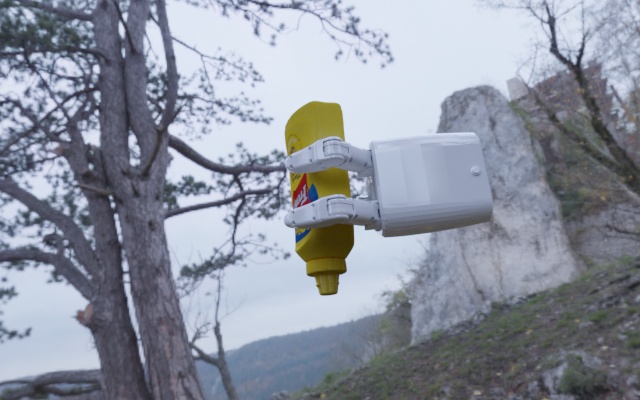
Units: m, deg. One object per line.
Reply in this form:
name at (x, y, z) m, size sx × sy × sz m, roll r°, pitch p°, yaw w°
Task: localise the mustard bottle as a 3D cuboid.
mustard bottle at (0.000, 0.001, 0.497) m, size 0.058 × 0.191 × 0.096 m, roll 1°, pitch -18°, yaw -22°
